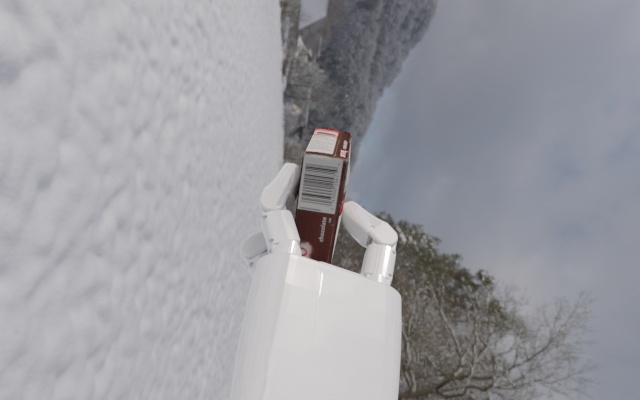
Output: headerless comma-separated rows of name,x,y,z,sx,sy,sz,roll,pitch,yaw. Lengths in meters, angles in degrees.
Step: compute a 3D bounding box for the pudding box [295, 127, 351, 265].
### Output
pudding box,0.000,0.001,0.419,0.039,0.113,0.090,11,22,0
